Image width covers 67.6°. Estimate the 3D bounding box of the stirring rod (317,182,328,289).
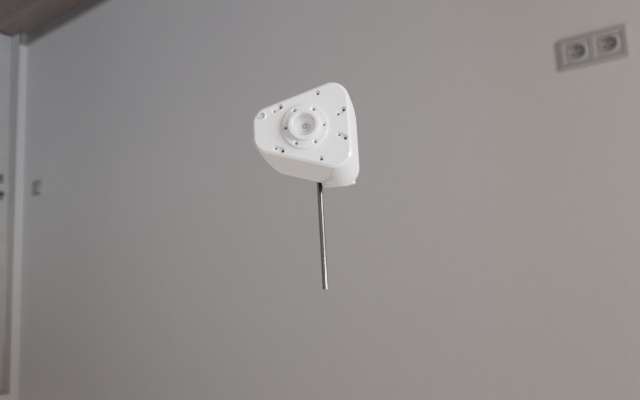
[{"bbox_3d":[0.000,0.002,0.668,0.011,0.239,0.011,-3,-7,0],"label":"stirring rod"}]
